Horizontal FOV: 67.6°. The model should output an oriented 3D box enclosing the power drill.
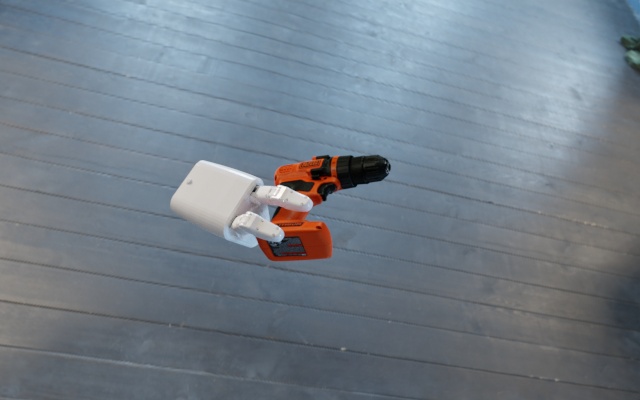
[{"bbox_3d":[0.000,0.002,0.680,0.184,0.057,0.187,-7,34,23],"label":"power drill"}]
